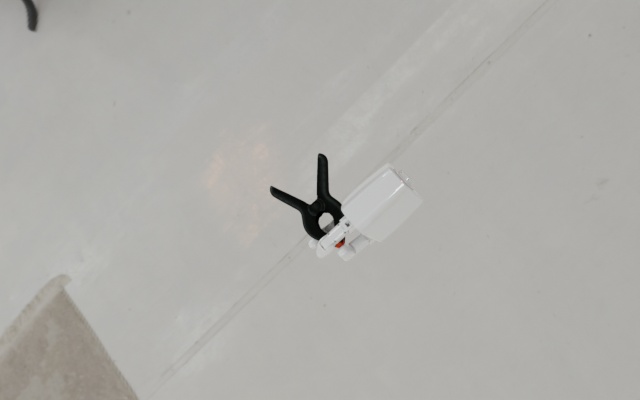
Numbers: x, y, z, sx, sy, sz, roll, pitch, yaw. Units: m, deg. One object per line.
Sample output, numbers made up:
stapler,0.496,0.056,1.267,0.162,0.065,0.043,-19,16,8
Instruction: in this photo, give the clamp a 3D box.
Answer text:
clamp,0.000,0.003,0.843,0.120,0.171,0.039,-43,-15,12
